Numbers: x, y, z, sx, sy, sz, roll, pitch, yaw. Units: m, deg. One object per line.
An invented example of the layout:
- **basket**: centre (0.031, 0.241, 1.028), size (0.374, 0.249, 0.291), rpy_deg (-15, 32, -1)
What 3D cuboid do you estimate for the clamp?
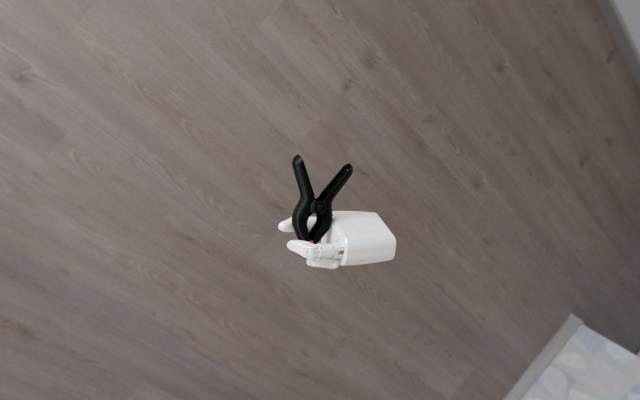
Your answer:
- **clamp**: centre (0.000, 0.003, 0.858), size (0.120, 0.171, 0.039), rpy_deg (-1, 16, -23)
